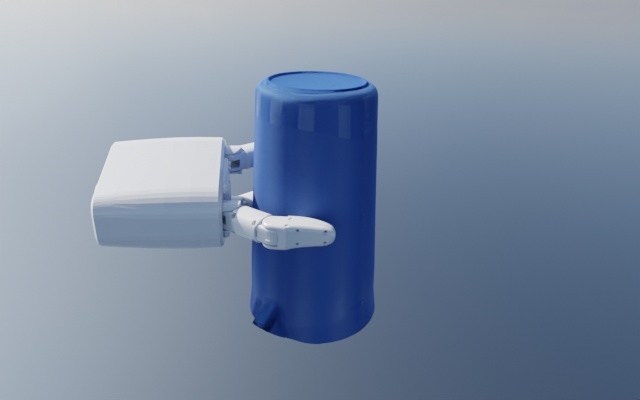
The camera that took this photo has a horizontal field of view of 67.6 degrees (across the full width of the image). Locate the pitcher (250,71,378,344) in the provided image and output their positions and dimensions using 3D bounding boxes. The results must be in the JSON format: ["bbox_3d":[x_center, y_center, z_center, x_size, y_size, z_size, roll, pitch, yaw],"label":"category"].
[{"bbox_3d":[0.000,0.002,0.473,0.145,0.243,0.149,-1,25,-7],"label":"pitcher"}]
